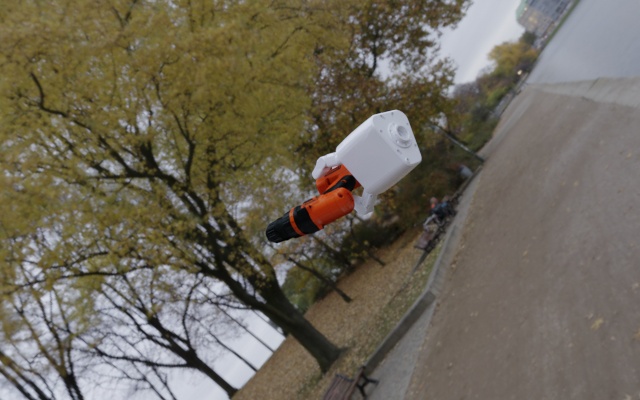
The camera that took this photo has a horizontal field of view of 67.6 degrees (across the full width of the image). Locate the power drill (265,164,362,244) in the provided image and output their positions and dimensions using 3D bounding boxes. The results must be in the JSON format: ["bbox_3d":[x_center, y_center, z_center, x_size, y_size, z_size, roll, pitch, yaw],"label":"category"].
[{"bbox_3d":[0.000,0.003,0.882,0.184,0.057,0.187,-24,16,30],"label":"power drill"}]
